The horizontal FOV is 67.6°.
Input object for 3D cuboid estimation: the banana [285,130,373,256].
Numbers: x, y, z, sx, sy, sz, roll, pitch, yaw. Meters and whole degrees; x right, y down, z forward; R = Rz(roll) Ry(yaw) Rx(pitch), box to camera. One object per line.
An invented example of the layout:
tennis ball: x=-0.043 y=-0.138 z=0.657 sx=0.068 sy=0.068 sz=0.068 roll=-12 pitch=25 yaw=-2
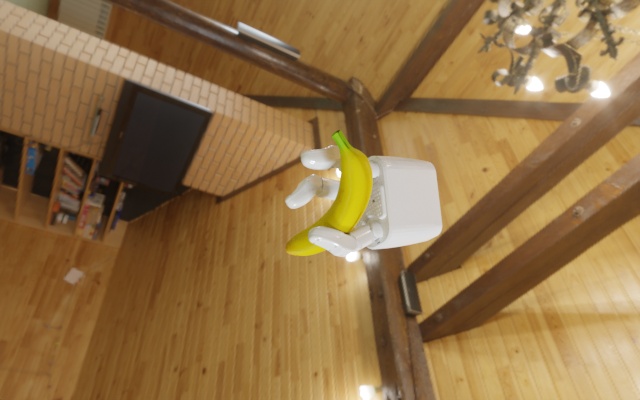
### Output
banana: x=0.015 y=0.011 z=0.571 sx=0.069 sy=0.198 sz=0.037 roll=38 pitch=38 yaw=17
